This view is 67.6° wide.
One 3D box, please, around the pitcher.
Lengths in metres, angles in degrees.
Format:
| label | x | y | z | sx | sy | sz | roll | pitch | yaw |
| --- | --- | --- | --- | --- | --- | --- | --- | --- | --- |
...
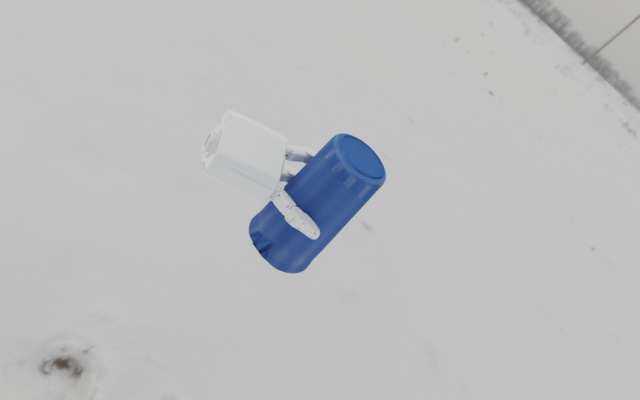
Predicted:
| label | x | y | z | sx | sy | sz | roll | pitch | yaw |
| --- | --- | --- | --- | --- | --- | --- | --- | --- | --- |
| pitcher | 0.000 | 0.003 | 0.809 | 0.145 | 0.149 | 0.243 | 28 | -54 | -24 |
